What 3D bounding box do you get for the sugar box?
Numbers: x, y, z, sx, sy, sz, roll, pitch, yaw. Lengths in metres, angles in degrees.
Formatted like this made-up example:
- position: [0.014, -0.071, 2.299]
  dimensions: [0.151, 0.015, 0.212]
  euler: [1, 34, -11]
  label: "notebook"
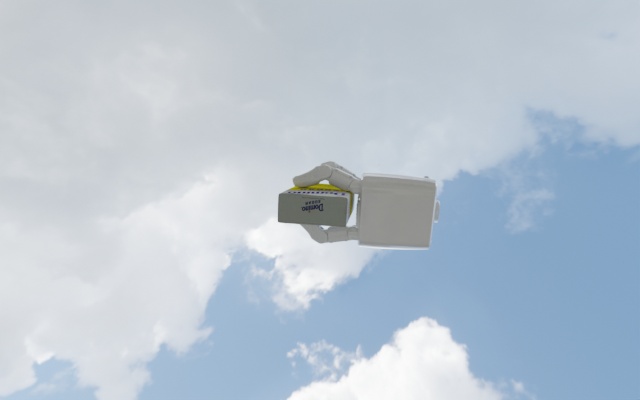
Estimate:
- position: [0.000, 0.002, 0.700]
  dimensions: [0.093, 0.048, 0.176]
  euler: [4, 5, 6]
  label: "sugar box"
